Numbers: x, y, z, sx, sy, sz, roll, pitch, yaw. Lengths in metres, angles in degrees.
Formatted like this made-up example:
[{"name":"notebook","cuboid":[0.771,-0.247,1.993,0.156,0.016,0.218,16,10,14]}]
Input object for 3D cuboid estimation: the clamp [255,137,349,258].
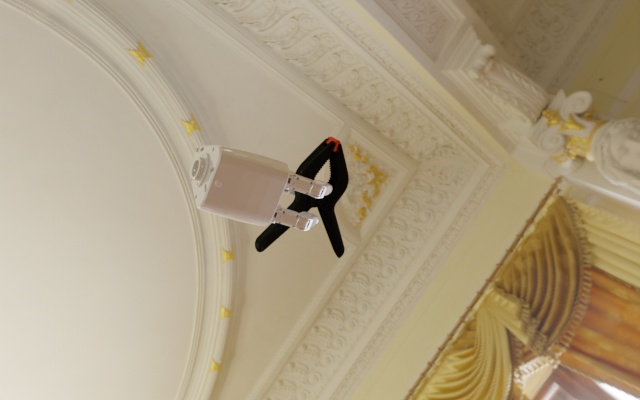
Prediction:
[{"name":"clamp","cuboid":[0.000,0.002,0.778,0.164,0.210,0.036,15,14,-33]}]
